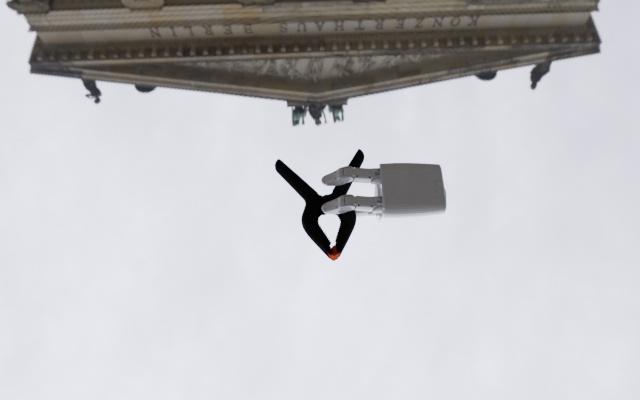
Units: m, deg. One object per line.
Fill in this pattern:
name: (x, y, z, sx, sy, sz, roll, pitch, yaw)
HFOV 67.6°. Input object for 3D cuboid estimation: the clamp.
clamp: (0.000, 0.004, 0.840, 0.164, 0.210, 0.036, -2, -26, 1)
